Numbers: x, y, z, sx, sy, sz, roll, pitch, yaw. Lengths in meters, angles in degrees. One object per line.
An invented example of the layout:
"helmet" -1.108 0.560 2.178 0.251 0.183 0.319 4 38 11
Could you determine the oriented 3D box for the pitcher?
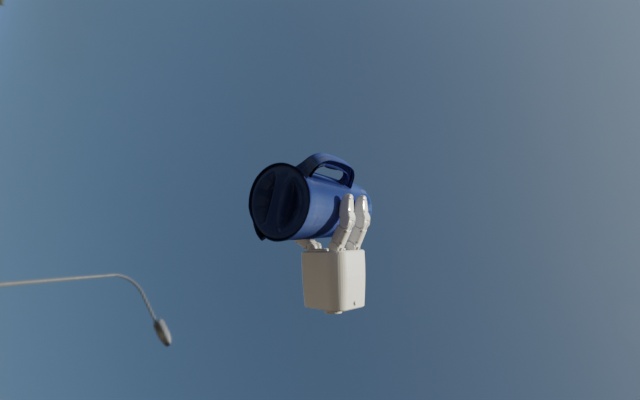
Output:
"pitcher" 0.000 0.003 0.885 0.149 0.145 0.243 -6 -7 35
